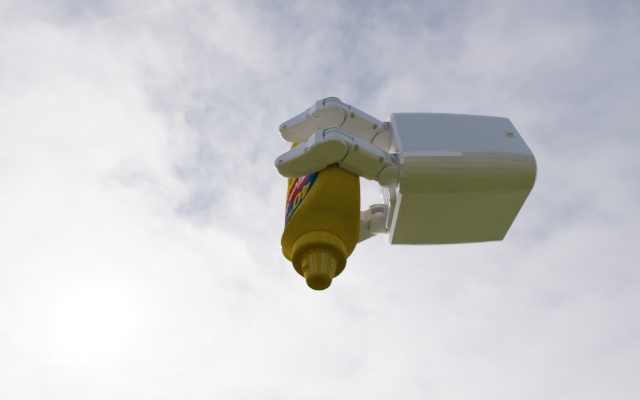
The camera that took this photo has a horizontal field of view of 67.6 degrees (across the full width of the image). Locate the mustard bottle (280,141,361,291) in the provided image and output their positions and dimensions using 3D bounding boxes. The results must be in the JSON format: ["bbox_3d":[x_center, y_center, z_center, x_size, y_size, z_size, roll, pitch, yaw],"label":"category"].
[{"bbox_3d":[0.000,0.001,0.408,0.058,0.096,0.191,21,34,-15],"label":"mustard bottle"}]
